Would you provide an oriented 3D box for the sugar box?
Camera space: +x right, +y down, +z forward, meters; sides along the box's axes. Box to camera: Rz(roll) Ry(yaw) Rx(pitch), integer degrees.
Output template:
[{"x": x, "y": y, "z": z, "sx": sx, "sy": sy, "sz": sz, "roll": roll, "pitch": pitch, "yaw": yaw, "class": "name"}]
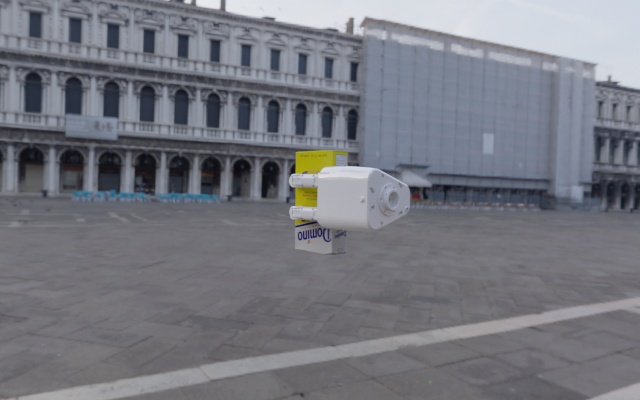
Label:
[{"x": 0.000, "y": 0.003, "z": 0.834, "sx": 0.093, "sy": 0.176, "sz": 0.048, "roll": 2, "pitch": 1, "yaw": 43, "class": "sugar box"}]
